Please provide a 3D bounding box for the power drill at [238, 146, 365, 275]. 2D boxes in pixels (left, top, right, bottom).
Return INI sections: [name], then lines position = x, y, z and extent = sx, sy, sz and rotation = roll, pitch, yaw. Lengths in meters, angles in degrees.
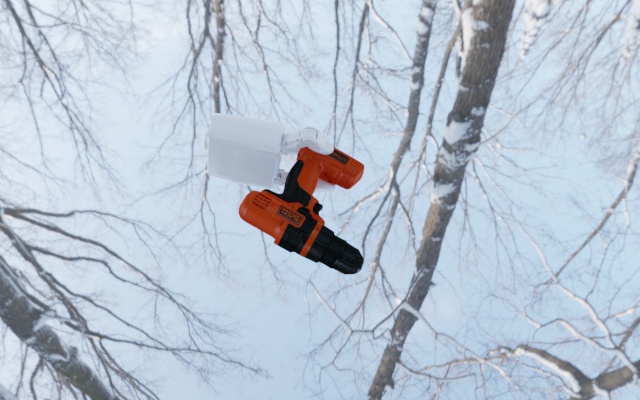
[power drill]
position = 0.000, 0.002, 0.689
extent = 0.184, 0.187, 0.057
rotation = 30, -44, 0
